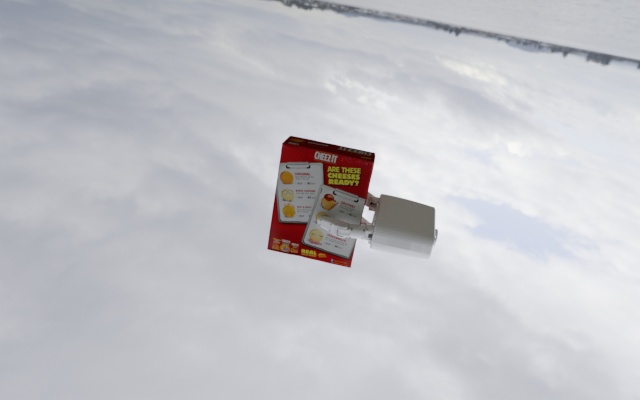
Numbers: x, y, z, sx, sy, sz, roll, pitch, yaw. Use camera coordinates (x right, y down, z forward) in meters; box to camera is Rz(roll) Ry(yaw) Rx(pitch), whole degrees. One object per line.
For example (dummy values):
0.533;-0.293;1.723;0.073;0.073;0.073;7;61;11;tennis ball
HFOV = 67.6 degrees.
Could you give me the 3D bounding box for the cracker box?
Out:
0.000;0.003;0.881;0.164;0.214;0.072;12;23;4;cracker box
